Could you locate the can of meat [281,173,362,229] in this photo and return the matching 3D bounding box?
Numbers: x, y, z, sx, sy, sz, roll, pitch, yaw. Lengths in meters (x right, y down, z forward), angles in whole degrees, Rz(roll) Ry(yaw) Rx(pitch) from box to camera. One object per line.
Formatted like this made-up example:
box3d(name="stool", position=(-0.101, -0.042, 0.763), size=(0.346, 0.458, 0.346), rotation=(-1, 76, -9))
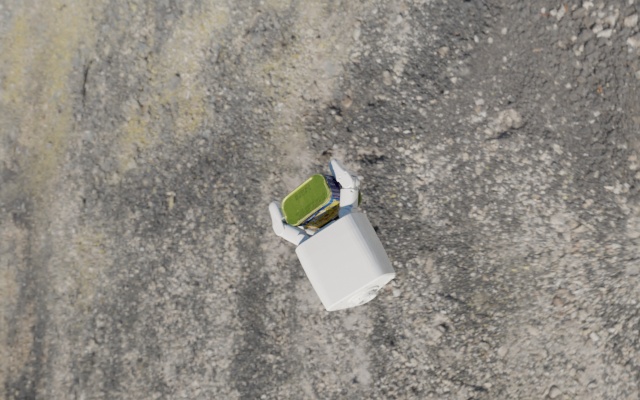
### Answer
box3d(name="can of meat", position=(0.000, 0.002, 0.756), size=(0.102, 0.057, 0.084), rotation=(-37, -25, 29))
